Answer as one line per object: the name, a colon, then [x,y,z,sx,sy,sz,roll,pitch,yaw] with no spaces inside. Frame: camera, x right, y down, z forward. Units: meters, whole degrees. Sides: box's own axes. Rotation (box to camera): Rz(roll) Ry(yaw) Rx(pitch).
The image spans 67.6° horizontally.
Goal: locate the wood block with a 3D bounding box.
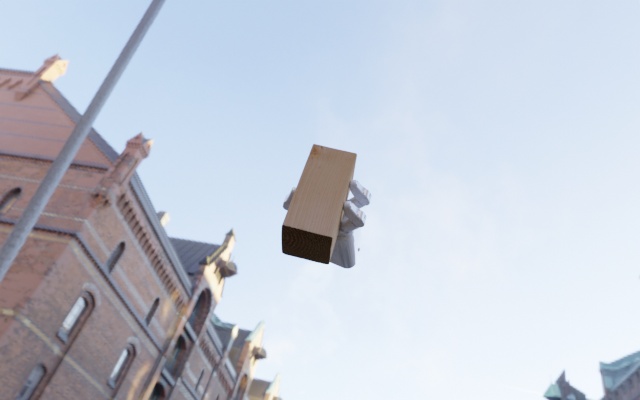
wood block: [0.000,0.003,0.890,0.091,0.206,0.090,13,-39,6]
